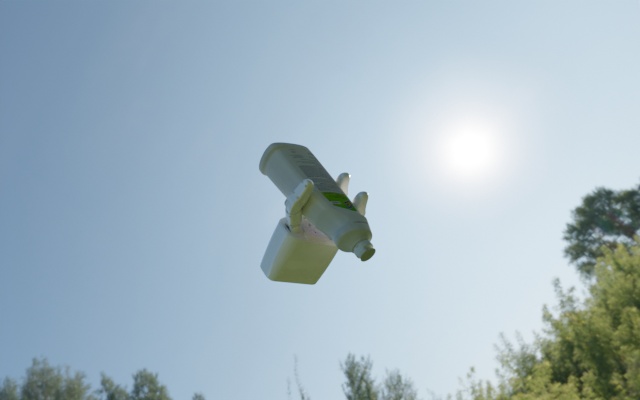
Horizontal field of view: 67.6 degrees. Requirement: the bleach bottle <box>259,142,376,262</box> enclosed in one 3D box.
[{"bbox_3d":[0.000,0.002,0.782,0.102,0.068,0.250,0,40,-42],"label":"bleach bottle"}]
